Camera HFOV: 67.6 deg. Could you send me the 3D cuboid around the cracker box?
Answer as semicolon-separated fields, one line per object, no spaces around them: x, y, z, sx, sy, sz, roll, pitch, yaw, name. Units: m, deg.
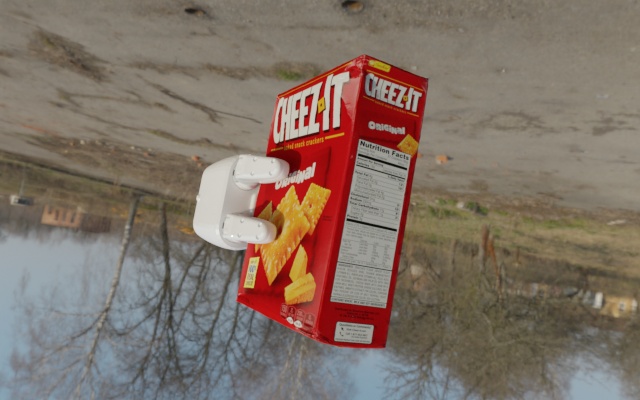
0.000;0.002;0.418;0.072;0.213;0.164;13;-6;-29;cracker box
